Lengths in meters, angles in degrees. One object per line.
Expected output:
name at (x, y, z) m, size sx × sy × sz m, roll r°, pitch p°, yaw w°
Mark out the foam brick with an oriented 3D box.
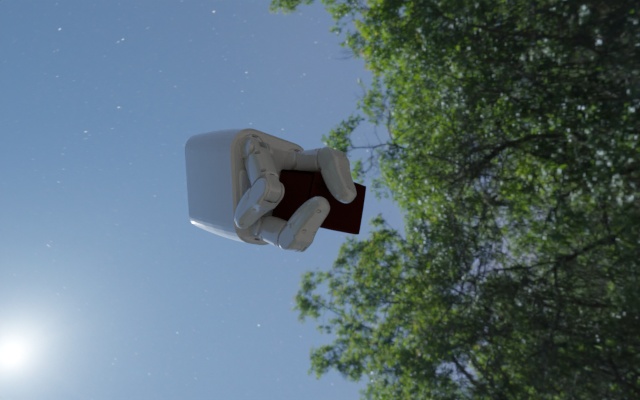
foam brick at (0.000, 0.002, 0.485) m, size 0.078 × 0.053 × 0.051 m, roll 14°, pitch -5°, yaw -43°
